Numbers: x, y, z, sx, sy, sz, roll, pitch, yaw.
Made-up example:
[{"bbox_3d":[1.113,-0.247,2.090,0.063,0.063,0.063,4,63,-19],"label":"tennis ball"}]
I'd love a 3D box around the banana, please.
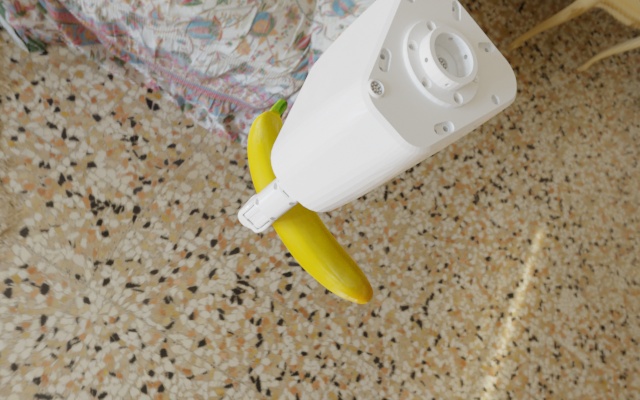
[{"bbox_3d":[-0.016,0.003,0.401,0.069,0.198,0.037,-19,-7,-36],"label":"banana"}]
